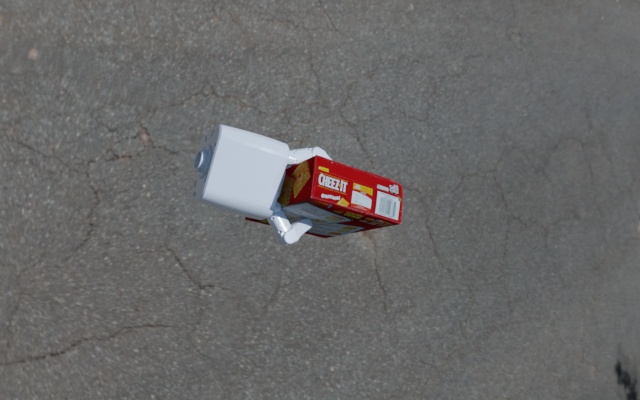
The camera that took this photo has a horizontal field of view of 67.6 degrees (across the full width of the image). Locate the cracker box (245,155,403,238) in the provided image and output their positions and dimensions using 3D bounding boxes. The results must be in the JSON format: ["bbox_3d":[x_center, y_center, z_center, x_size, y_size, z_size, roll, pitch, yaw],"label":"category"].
[{"bbox_3d":[0.000,0.003,0.763,0.164,0.072,0.214,16,-18,-30],"label":"cracker box"}]
